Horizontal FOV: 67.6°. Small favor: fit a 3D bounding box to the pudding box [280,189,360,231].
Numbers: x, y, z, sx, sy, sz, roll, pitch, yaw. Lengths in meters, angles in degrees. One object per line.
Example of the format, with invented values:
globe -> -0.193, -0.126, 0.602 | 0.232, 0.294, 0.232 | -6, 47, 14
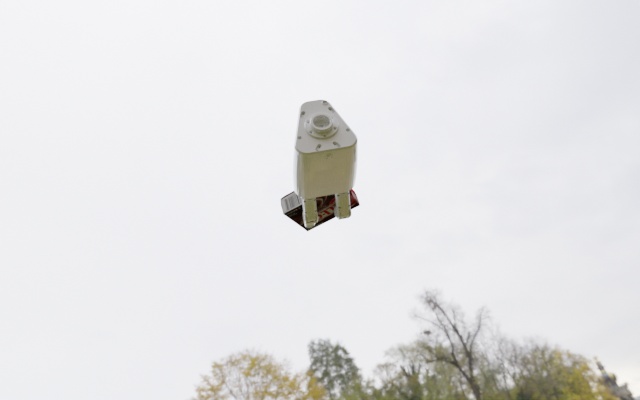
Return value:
pudding box -> 0.000, 0.003, 0.831 | 0.113, 0.039, 0.090 | -26, -33, 16
